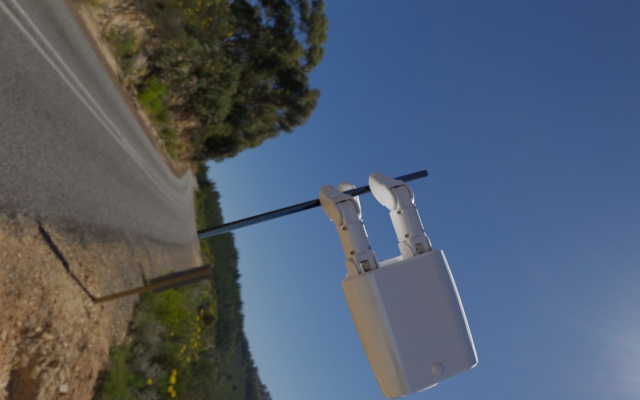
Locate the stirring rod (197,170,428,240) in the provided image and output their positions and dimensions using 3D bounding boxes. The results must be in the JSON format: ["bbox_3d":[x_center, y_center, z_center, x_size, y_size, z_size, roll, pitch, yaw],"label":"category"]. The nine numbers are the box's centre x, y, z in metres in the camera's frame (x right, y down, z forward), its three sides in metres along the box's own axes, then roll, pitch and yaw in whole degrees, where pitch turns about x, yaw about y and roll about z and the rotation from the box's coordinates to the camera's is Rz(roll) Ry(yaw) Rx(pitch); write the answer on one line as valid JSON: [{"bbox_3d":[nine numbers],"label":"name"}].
[{"bbox_3d":[0.000,0.002,0.468,0.239,0.011,0.011,-15,4,-17],"label":"stirring rod"}]
